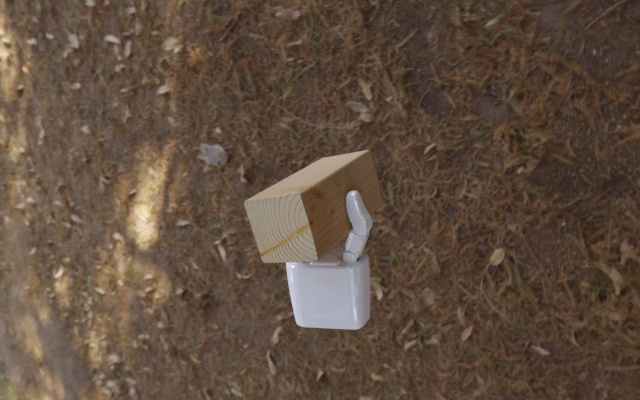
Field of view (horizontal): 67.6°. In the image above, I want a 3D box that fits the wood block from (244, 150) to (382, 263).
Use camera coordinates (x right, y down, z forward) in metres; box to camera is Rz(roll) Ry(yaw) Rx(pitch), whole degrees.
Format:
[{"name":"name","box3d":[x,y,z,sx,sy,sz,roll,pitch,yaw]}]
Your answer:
[{"name":"wood block","box3d":[0.000,0.003,0.673,0.091,0.090,0.206,-6,17,32]}]
